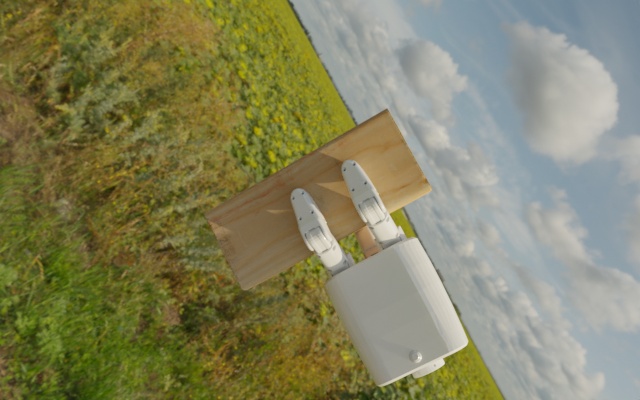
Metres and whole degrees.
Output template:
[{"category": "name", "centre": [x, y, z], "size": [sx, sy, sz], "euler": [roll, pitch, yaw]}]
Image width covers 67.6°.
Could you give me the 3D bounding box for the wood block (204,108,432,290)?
[{"category": "wood block", "centre": [0.000, 0.002, 0.497], "size": [0.206, 0.090, 0.091], "euler": [-29, -5, 8]}]
